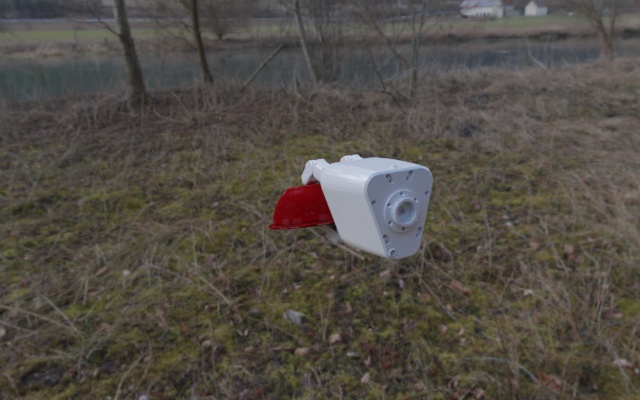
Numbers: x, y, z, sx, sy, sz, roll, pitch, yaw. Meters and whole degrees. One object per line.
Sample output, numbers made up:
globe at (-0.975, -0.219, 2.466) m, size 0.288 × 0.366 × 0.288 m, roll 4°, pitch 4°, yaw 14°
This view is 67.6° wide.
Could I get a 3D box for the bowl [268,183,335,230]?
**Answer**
bowl at (-0.001, 0.002, 0.699) m, size 0.162 × 0.055 × 0.162 m, roll -9°, pitch 2°, yaw 0°
